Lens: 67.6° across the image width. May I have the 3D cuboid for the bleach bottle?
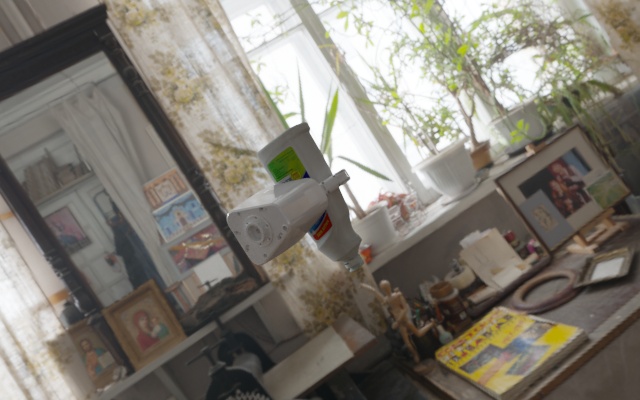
[{"bbox_3d":[0.000,0.003,0.790,0.102,0.251,0.068,-31,2,36],"label":"bleach bottle"}]
